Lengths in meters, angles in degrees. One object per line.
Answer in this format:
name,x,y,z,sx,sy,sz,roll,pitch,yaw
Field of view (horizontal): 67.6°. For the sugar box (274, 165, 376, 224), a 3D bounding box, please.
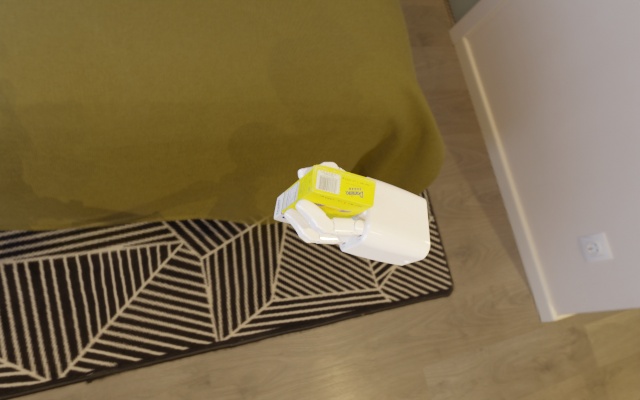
sugar box,0.000,0.003,0.711,0.093,0.048,0.176,15,-22,-17
